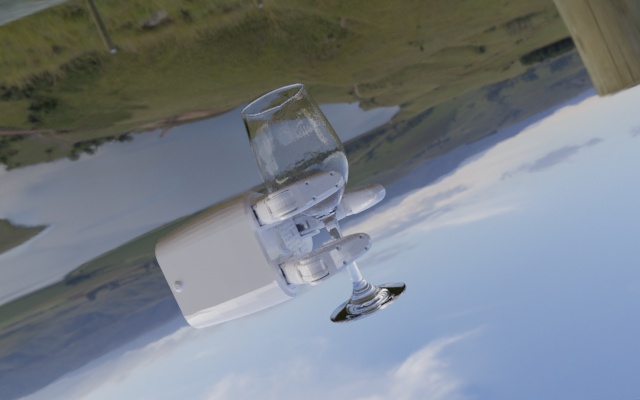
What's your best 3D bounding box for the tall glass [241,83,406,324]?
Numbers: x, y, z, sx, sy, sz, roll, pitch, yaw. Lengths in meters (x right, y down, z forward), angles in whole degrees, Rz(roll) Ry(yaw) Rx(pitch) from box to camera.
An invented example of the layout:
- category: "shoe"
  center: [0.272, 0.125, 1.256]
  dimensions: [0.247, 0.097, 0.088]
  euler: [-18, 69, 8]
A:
- category: "tall glass"
  center: [0.001, 0.002, 0.423]
  dimensions: [0.079, 0.201, 0.079]
  euler: [-25, 2, 1]
